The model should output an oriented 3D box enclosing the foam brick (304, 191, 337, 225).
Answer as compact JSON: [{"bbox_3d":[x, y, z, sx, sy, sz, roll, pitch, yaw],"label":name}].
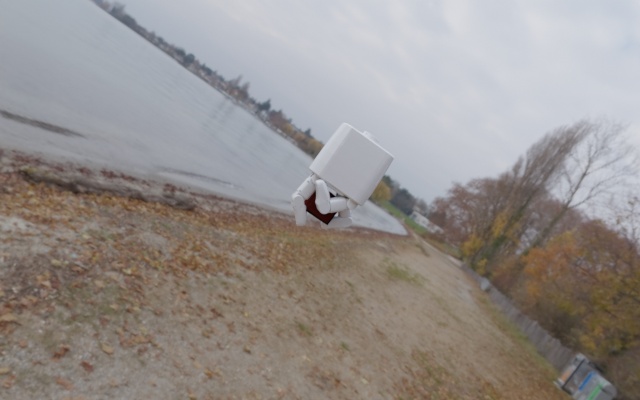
[{"bbox_3d":[0.000,0.003,0.892,0.053,0.051,0.078,34,4,-19],"label":"foam brick"}]
